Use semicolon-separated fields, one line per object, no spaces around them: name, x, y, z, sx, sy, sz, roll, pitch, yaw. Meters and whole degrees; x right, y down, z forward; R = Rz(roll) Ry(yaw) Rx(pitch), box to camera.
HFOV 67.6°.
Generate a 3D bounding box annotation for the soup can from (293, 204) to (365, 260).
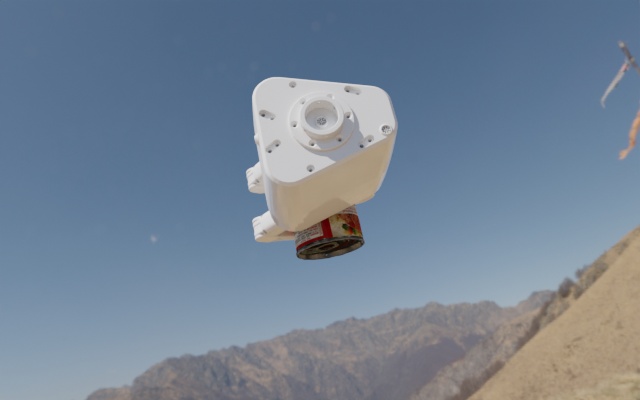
soup can;0.000;0.001;0.481;0.068;0.102;0.068;-11;-19;-4
